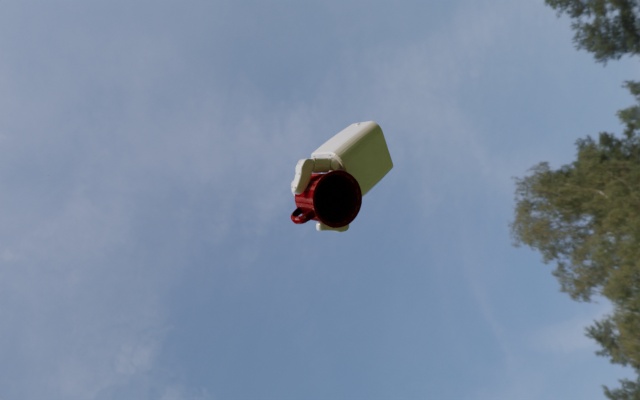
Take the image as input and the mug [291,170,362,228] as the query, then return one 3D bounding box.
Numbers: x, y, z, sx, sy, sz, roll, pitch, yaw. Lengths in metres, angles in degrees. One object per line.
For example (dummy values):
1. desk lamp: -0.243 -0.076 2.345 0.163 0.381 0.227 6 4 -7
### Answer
1. mug: -0.001 0.003 0.793 0.117 0.093 0.081 -38 20 -22
